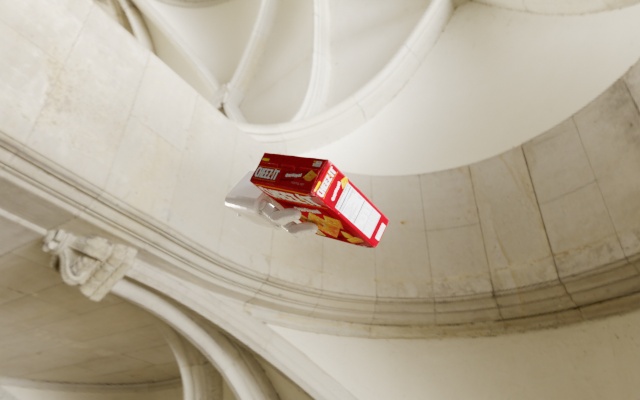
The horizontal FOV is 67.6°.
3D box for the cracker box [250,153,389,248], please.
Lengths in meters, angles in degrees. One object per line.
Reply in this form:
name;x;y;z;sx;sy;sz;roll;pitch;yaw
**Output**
cracker box;0.000;0.003;0.873;0.164;0.072;0.214;10;-22;43
